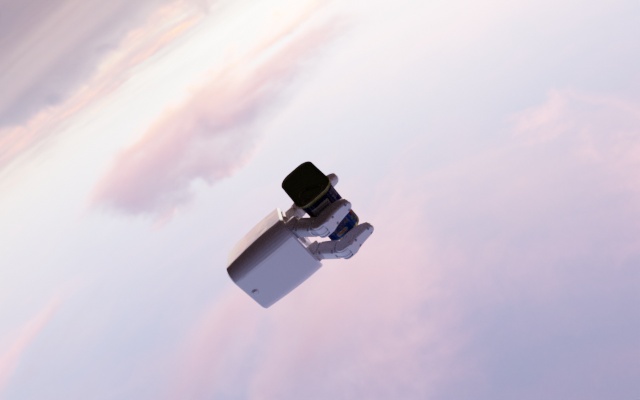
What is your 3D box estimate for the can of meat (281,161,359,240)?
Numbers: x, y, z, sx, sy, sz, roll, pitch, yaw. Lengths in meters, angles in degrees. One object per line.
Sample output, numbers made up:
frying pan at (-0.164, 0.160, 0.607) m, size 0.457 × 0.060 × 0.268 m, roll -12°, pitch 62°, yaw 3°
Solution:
can of meat at (0.000, 0.002, 0.680) m, size 0.084 × 0.057 × 0.102 m, roll 49°, pitch -2°, yaw -32°
